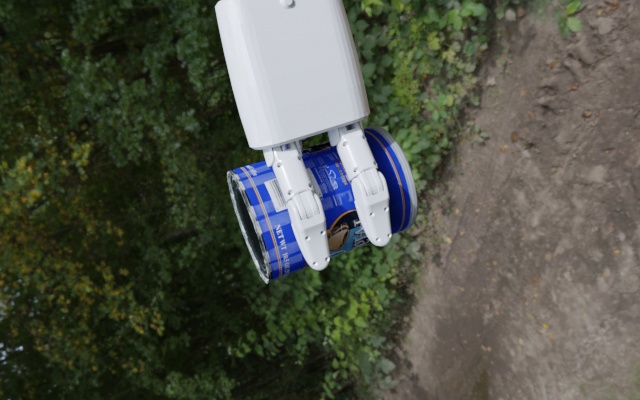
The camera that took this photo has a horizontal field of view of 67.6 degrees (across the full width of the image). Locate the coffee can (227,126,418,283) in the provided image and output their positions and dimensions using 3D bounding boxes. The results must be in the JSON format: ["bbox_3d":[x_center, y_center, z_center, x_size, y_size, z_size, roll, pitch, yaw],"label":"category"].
[{"bbox_3d":[0.000,0.002,0.430,0.140,0.103,0.103,-19,5,-16],"label":"coffee can"}]
